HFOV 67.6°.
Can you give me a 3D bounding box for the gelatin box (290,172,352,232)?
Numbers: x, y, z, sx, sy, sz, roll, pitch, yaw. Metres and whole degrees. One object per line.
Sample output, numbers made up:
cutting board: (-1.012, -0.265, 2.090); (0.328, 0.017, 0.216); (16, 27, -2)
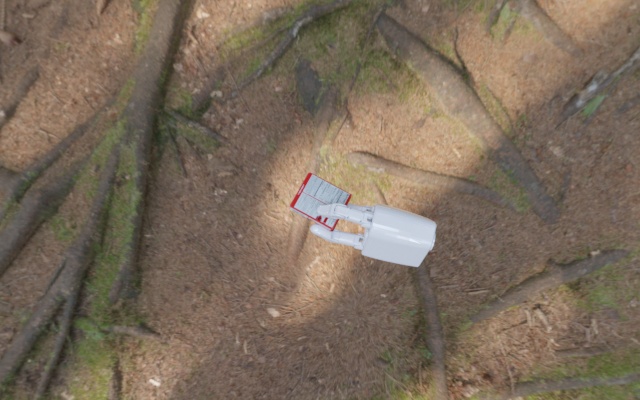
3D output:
gelatin box: (0.000, 0.003, 0.849); (0.089, 0.073, 0.030); (28, -12, 2)
